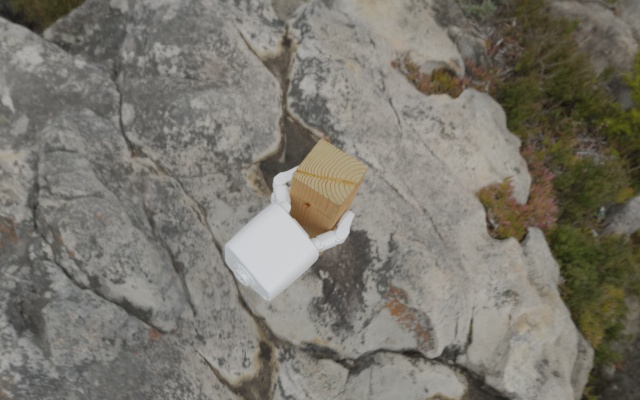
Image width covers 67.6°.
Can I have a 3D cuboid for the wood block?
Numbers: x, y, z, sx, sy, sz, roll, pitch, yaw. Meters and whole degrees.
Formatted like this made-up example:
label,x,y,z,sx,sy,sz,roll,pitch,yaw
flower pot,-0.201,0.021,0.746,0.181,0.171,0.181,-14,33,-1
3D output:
label,x,y,z,sx,sy,sz,roll,pitch,yaw
wood block,0.000,0.003,0.824,0.091,0.090,0.206,33,-28,8
